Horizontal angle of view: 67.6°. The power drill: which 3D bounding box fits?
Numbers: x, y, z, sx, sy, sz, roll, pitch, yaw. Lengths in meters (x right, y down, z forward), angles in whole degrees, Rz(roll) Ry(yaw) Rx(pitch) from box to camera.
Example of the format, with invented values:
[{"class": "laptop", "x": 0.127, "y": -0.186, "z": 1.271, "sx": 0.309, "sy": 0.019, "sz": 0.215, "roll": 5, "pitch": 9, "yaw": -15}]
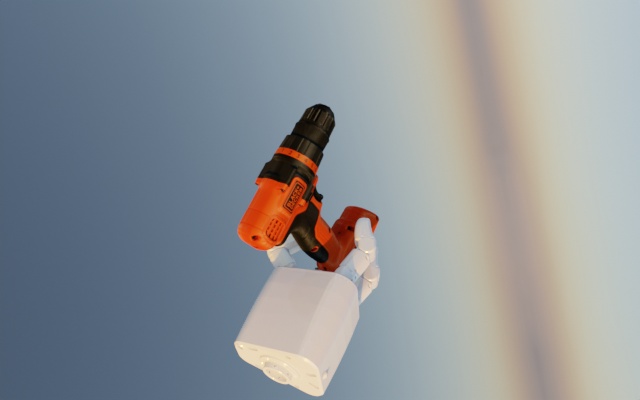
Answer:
[{"class": "power drill", "x": 0.000, "y": 0.002, "z": 0.586, "sx": 0.057, "sy": 0.184, "sz": 0.188, "roll": 15, "pitch": -19, "yaw": 43}]
